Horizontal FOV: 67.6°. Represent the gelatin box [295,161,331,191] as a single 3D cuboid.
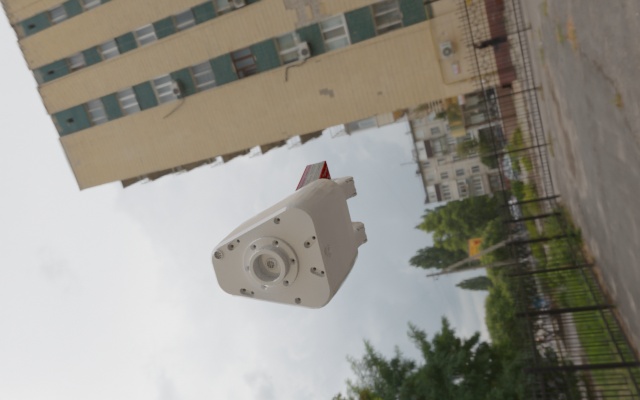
[{"bbox_3d":[0.000,0.002,0.577,0.030,0.073,0.089,-13,22,13],"label":"gelatin box"}]
